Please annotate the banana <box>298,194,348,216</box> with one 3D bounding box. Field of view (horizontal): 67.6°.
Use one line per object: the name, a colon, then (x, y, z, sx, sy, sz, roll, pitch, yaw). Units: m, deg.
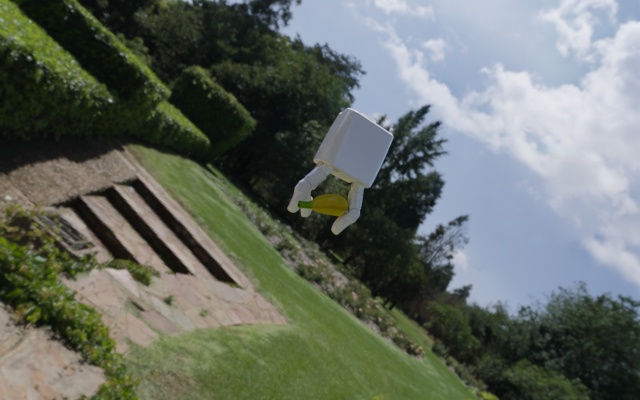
banana: (0.017, 0.007, 0.864, 0.069, 0.037, 0.198, 13, -1, 13)
